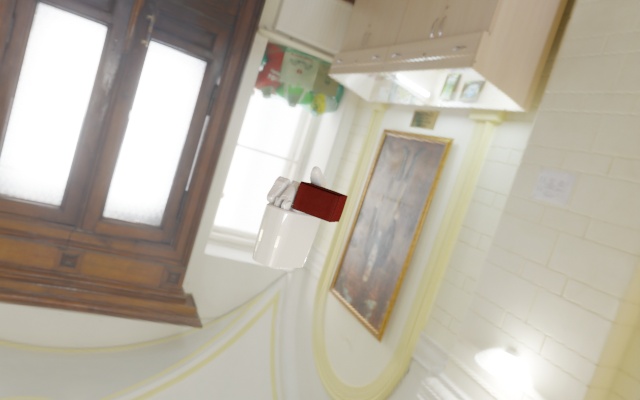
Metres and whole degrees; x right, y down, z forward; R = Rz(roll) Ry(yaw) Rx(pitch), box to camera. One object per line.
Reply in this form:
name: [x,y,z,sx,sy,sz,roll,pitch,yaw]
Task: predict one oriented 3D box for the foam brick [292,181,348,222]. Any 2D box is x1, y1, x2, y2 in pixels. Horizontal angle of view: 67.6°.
foam brick: [0.000,0.003,0.845,0.078,0.051,0.053,20,5,20]
